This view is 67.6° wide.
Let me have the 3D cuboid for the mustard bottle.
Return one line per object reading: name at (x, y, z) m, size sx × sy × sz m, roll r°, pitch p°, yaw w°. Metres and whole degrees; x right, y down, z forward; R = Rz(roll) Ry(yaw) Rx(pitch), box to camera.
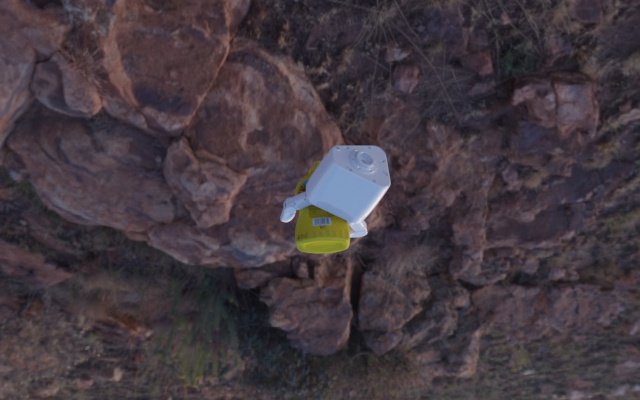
mustard bottle at (0.000, 0.003, 0.887) m, size 0.096 × 0.191 × 0.058 m, roll -3°, pitch -36°, yaw 0°
